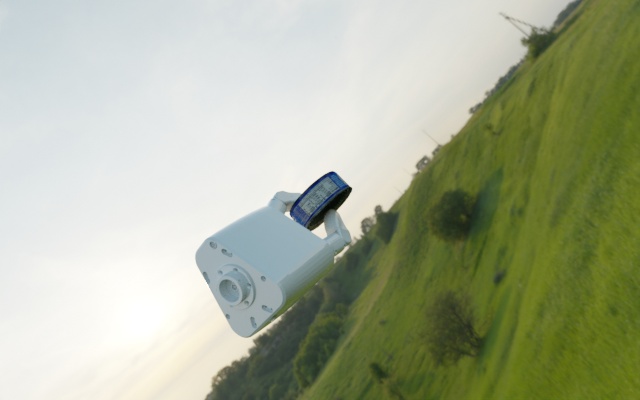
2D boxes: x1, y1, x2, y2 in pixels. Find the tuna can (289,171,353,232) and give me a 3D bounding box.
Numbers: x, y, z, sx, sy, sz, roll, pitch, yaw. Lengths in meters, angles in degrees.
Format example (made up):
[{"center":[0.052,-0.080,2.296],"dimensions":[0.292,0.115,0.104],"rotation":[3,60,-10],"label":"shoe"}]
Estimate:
[{"center":[0.000,0.002,0.626],"dimensions":[0.086,0.033,0.086],"rotation":[-42,-12,-11],"label":"tuna can"}]
